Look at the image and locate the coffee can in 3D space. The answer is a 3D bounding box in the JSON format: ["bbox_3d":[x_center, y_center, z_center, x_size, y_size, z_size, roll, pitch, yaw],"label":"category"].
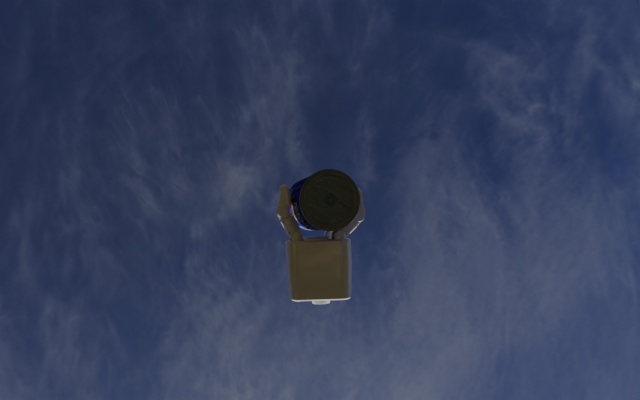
[{"bbox_3d":[0.000,0.003,0.850,0.103,0.103,0.140,0,-3,-14],"label":"coffee can"}]
